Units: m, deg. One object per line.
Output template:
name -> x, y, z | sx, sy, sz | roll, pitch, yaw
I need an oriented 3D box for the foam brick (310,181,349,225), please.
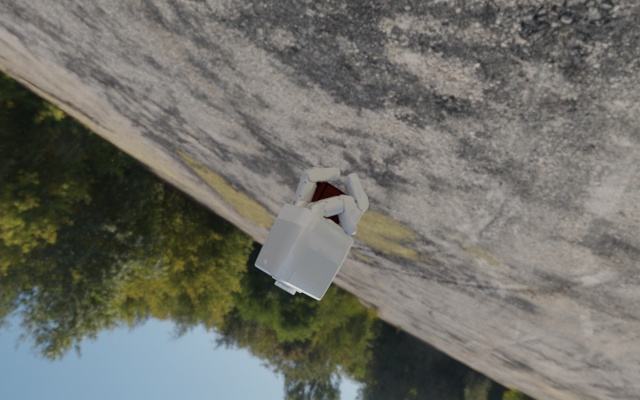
foam brick -> 0.000, 0.002, 0.755 | 0.053, 0.051, 0.078 | 32, -10, -26
